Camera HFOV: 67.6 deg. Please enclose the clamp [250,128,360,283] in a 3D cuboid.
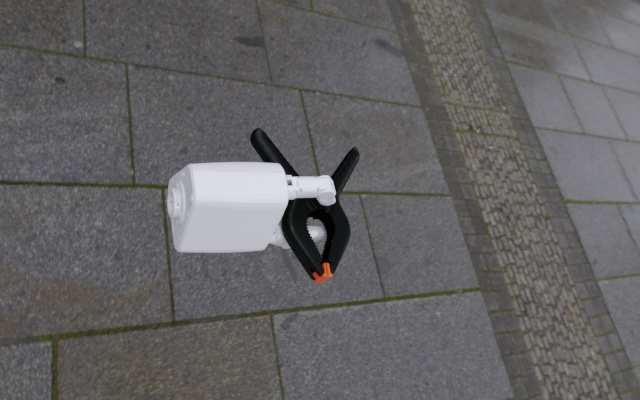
[{"bbox_3d":[0.000,0.002,0.628,0.164,0.210,0.036,0,-24,-30],"label":"clamp"}]
